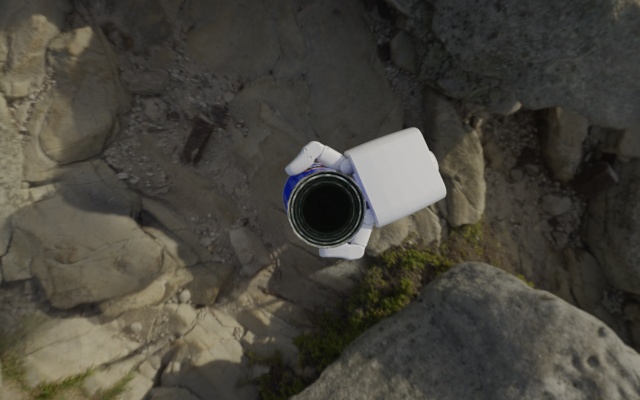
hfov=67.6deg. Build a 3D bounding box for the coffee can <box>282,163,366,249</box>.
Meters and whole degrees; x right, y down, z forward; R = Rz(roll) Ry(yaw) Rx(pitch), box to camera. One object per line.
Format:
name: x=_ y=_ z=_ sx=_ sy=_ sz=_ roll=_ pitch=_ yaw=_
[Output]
coffee can: x=0.000 y=0.002 z=0.677 sx=0.103 sy=0.103 sz=0.140 roll=0 pitch=8 yaw=-7
